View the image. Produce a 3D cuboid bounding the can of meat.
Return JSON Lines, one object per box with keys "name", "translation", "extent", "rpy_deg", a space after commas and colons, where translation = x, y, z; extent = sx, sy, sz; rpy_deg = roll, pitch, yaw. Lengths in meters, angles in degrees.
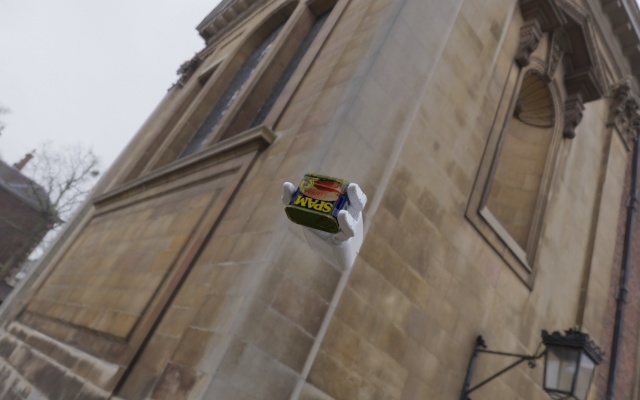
{"name": "can of meat", "translation": [0.000, 0.002, 0.857], "extent": [0.102, 0.084, 0.057], "rpy_deg": [14, -31, 21]}
